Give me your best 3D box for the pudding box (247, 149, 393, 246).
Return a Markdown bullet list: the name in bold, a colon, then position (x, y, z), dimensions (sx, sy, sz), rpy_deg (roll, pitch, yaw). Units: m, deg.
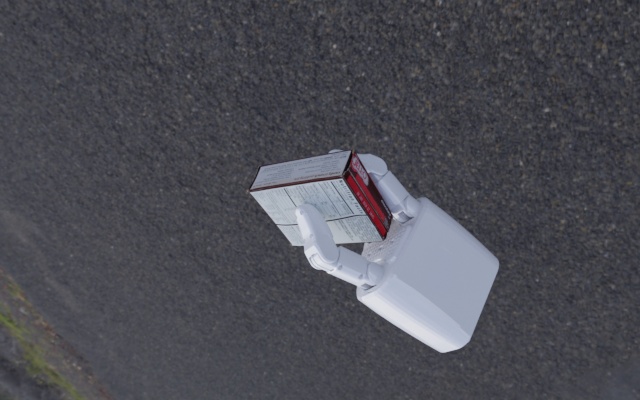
- **pudding box**: position (0.000, 0.002, 0.456), dimensions (0.113, 0.039, 0.090), rpy_deg (-8, -47, 33)
